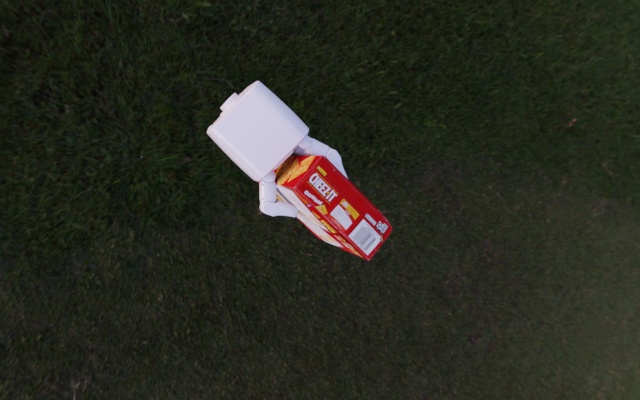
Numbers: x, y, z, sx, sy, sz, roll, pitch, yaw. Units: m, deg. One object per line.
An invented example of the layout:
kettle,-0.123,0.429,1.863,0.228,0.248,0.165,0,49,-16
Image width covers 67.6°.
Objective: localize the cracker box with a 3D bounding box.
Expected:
cracker box,0.000,0.003,0.777,0.164,0.072,0.213,44,-10,-19
